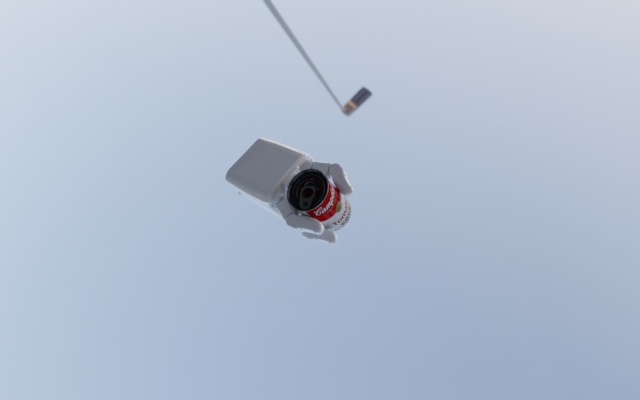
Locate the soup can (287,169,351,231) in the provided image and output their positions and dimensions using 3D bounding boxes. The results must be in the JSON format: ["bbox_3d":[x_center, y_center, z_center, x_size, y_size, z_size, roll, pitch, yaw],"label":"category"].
[{"bbox_3d":[0.001,0.003,0.743,0.068,0.068,0.102,0,-21,25],"label":"soup can"}]
